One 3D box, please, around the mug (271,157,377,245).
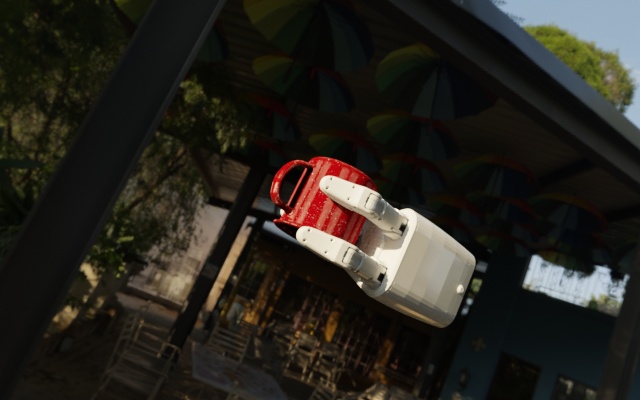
[{"bbox_3d":[-0.001,0.001,0.502,0.117,0.081,0.093,32,-15,-27],"label":"mug"}]
